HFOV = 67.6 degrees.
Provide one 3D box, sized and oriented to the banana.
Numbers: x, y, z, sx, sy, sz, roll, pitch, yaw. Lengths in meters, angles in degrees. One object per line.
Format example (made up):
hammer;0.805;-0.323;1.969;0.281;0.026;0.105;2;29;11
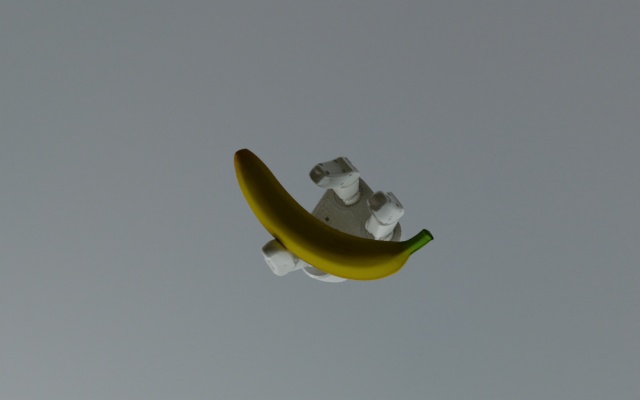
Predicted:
banana;-0.005;0.020;0.418;0.198;0.069;0.037;25;-1;20
